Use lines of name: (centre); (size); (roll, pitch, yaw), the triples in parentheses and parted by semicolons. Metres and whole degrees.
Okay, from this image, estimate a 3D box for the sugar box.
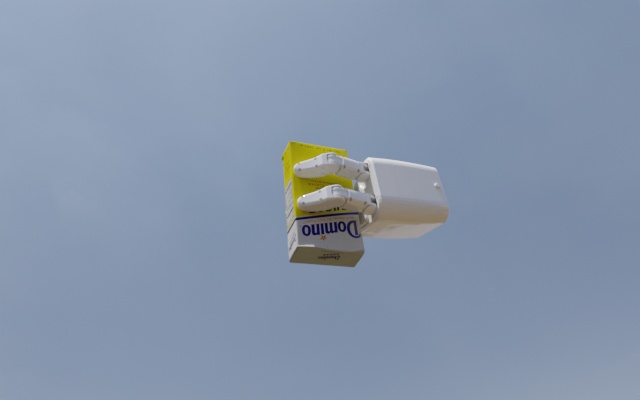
sugar box: (0.000, 0.002, 0.650); (0.093, 0.176, 0.048); (6, -40, -19)
